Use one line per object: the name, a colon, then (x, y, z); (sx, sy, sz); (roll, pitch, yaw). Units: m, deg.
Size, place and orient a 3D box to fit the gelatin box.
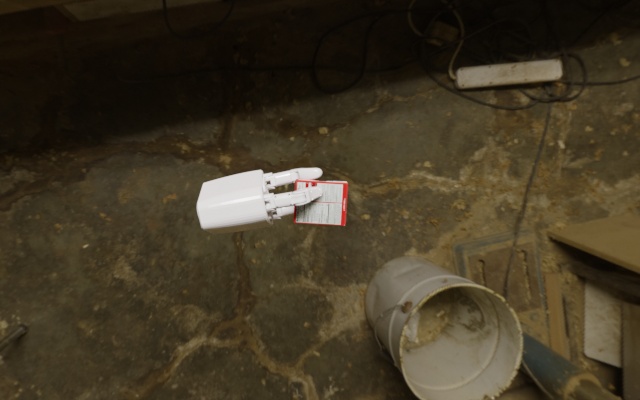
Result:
gelatin box: (0.000, 0.003, 0.805); (0.089, 0.073, 0.030); (3, 7, 1)
